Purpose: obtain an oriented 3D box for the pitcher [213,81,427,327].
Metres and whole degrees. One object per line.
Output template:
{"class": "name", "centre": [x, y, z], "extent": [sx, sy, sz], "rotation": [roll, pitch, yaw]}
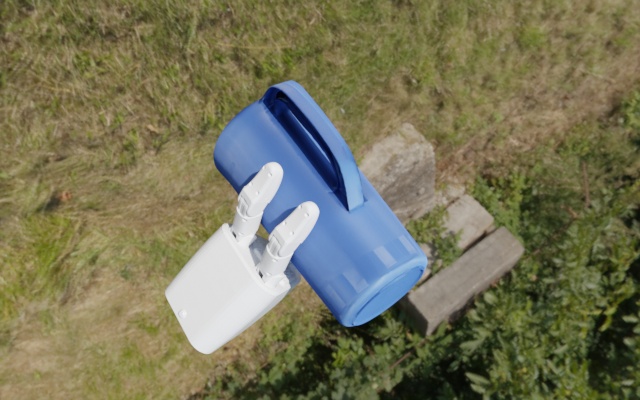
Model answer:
{"class": "pitcher", "centre": [0.000, 0.002, 0.505], "extent": [0.145, 0.242, 0.149], "rotation": [-44, -25, 12]}
